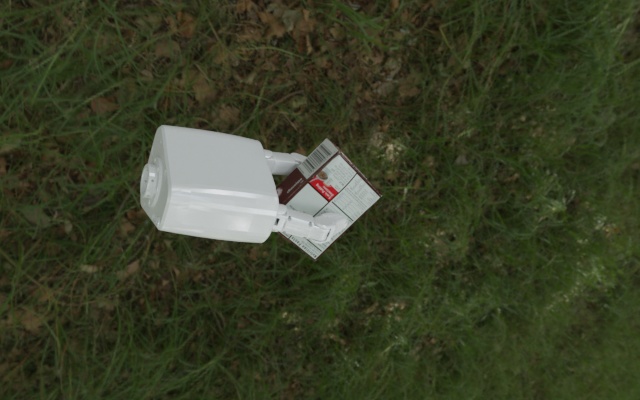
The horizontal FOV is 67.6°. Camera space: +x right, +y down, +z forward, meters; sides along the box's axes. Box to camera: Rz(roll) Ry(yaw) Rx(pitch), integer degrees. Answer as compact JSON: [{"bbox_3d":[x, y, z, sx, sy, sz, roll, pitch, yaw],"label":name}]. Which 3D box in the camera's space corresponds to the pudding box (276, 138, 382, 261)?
[{"bbox_3d":[0.000,0.002,0.535,0.090,0.113,0.039,42,8,-37],"label":"pudding box"}]
